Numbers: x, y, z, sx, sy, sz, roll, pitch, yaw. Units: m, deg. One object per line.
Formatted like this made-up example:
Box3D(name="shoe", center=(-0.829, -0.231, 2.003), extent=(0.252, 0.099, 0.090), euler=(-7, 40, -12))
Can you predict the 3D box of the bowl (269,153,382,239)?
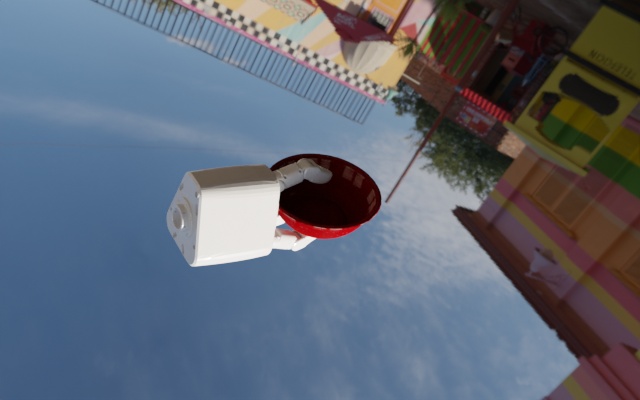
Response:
Box3D(name="bowl", center=(0.001, 0.002, 0.665), extent=(0.162, 0.055, 0.162), euler=(7, 40, -6))
